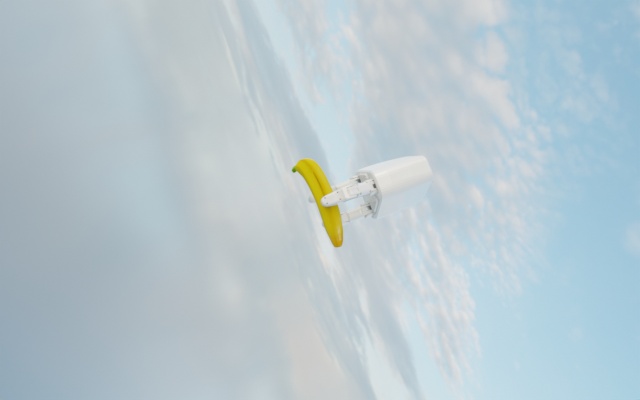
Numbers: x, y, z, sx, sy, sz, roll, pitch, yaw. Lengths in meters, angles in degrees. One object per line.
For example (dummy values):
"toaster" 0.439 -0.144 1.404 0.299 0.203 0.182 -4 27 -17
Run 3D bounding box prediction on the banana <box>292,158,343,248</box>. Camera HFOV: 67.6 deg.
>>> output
"banana" 0.000 -0.011 0.845 0.037 0.197 0.070 -18 -34 -15
